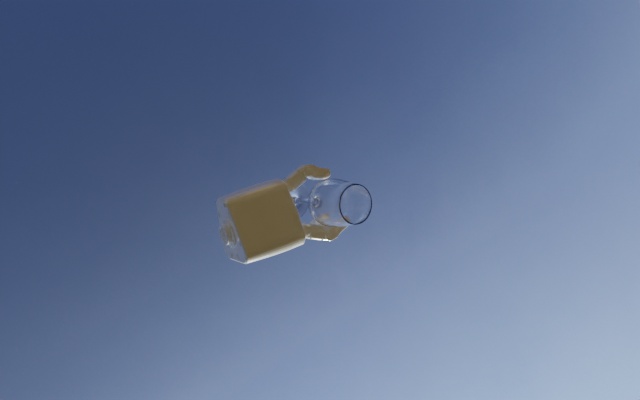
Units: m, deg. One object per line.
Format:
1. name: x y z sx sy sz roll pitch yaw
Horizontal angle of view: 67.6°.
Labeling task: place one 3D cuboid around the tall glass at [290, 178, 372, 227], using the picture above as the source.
1. tall glass: 0.000 0.002 0.797 0.079 0.079 0.201 0 2 -33
